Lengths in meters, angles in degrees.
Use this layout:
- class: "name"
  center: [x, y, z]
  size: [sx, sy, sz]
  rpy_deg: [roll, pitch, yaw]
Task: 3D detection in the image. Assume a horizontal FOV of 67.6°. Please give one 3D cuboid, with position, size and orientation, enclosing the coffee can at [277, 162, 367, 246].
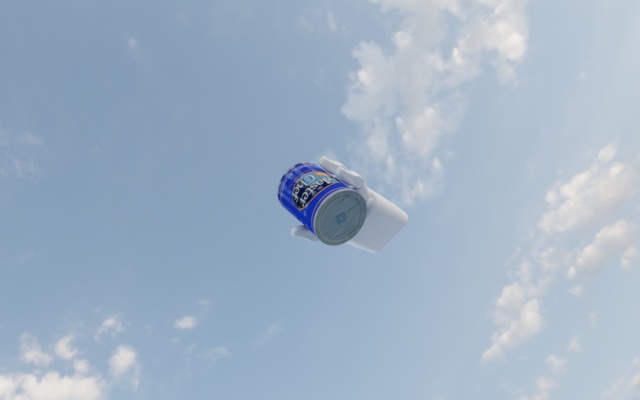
- class: "coffee can"
  center: [0.000, 0.003, 0.844]
  size: [0.103, 0.103, 0.140]
  rpy_deg: [0, 23, -34]
